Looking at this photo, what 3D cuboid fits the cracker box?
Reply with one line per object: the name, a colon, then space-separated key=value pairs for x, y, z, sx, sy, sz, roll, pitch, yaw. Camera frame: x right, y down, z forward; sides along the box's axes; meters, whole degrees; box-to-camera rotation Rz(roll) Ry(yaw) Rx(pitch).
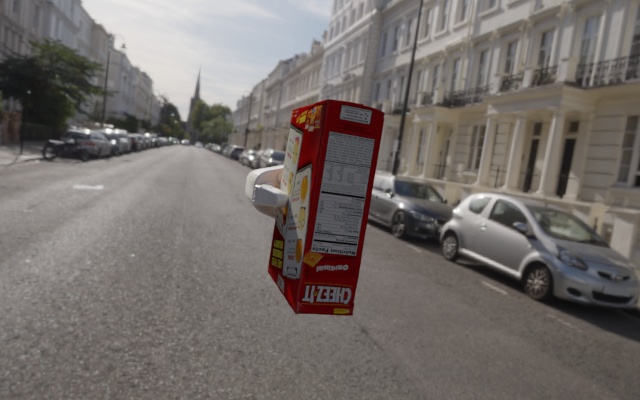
cracker box: x=0.000 y=0.002 z=0.543 sx=0.072 sy=0.214 sz=0.164 roll=7 pitch=5 yaw=-16
